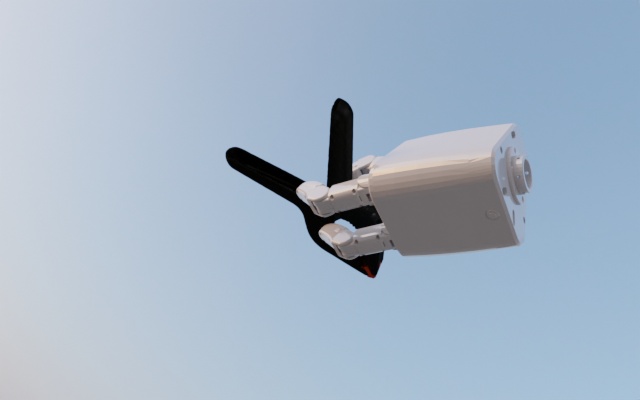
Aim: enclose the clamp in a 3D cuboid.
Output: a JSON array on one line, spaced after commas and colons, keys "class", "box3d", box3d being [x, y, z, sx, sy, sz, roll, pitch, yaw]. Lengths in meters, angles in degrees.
[{"class": "clamp", "box3d": [0.001, 0.002, 0.515, 0.164, 0.210, 0.036, -9, 33, 35]}]
